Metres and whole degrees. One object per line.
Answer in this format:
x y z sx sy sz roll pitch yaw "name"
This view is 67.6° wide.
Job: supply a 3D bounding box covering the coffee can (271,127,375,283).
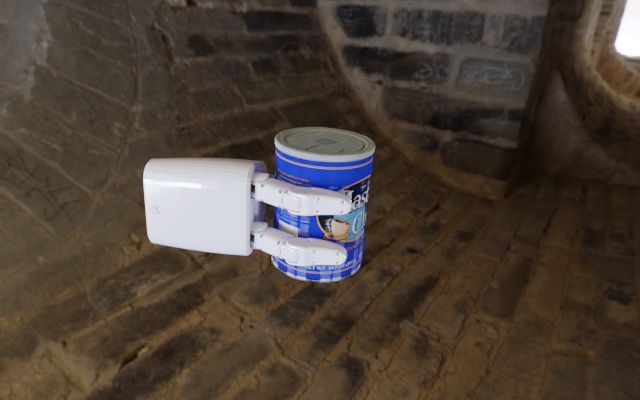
0.000 0.002 0.516 0.103 0.140 0.102 4 23 -2 "coffee can"
